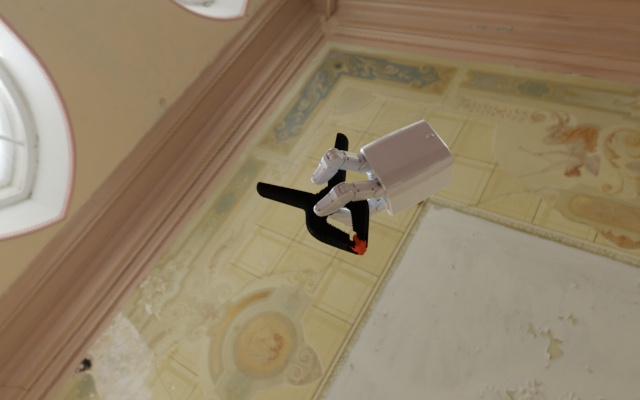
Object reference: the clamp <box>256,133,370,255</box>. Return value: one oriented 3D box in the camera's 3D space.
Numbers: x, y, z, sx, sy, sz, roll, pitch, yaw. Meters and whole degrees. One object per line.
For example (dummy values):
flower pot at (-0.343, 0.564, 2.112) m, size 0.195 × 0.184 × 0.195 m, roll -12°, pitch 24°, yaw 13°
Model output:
clamp at (0.001, 0.003, 0.700) m, size 0.164 × 0.209 × 0.036 m, roll -28°, pitch -39°, yaw 2°
